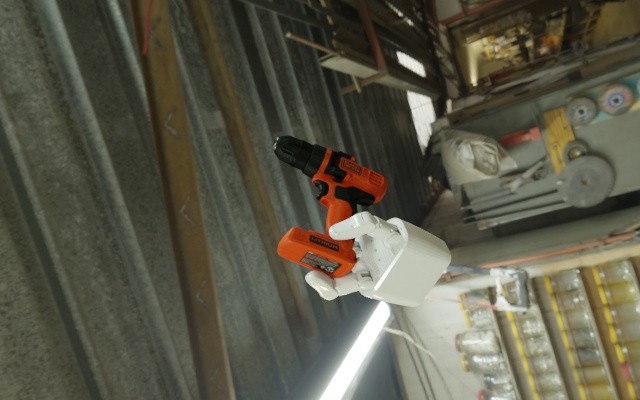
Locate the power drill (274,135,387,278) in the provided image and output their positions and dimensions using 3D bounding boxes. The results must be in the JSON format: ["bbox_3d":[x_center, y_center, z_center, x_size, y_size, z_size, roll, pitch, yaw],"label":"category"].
[{"bbox_3d":[0.000,0.003,0.684,0.184,0.187,0.057,22,-36,-8],"label":"power drill"}]
